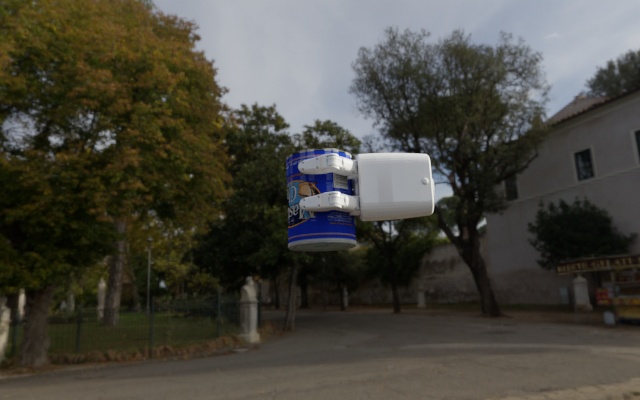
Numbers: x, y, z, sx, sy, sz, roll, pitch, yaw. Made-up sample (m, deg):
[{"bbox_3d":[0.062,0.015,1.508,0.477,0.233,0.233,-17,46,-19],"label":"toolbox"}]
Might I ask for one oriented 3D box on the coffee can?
[{"bbox_3d":[0.000,0.003,0.728,0.103,0.140,0.103,-2,-12,0],"label":"coffee can"}]
